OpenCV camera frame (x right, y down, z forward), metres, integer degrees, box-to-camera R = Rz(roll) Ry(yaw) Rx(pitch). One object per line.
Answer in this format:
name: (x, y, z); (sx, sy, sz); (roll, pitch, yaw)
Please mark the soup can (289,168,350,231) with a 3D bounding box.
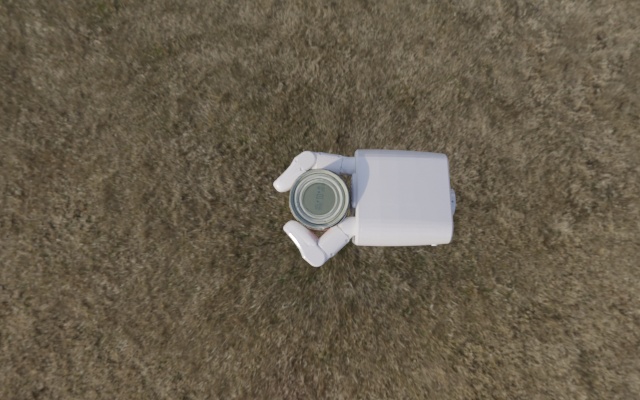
soup can: (0.000, 0.002, 0.558); (0.068, 0.068, 0.102); (0, -4, 1)
